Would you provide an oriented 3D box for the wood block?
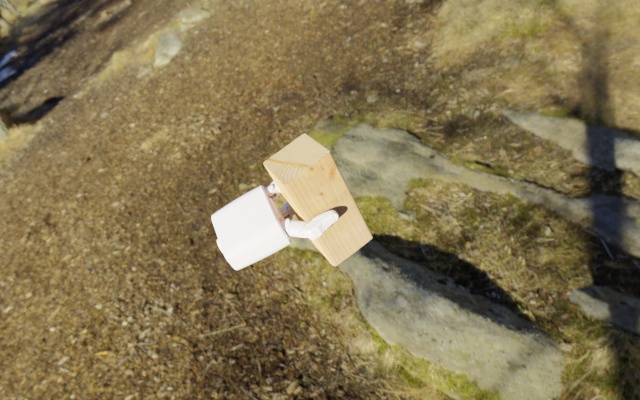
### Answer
[{"bbox_3d":[0.000,0.003,0.816,0.090,0.206,0.090,-36,39,-8],"label":"wood block"}]
